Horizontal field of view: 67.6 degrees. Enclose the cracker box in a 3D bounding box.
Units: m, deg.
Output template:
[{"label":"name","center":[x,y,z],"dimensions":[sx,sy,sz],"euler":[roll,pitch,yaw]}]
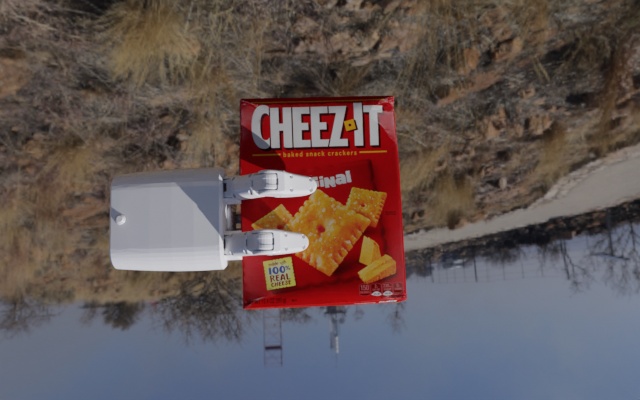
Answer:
[{"label":"cracker box","center":[0.000,0.002,0.502],"dimensions":[0.164,0.213,0.072],"euler":[-2,-8,-3]}]
